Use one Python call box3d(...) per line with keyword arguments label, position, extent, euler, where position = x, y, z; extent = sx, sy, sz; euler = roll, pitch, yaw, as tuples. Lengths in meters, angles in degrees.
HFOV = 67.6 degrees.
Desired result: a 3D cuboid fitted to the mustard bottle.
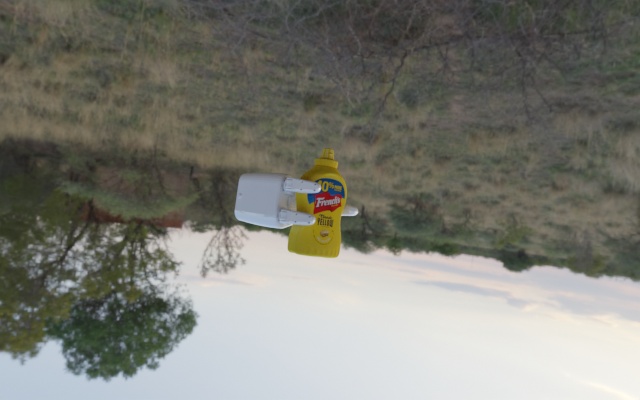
box3d(label="mustard bottle", position=(0.000, 0.003, 0.846), extent=(0.096, 0.191, 0.058), euler=(10, -3, -32))
